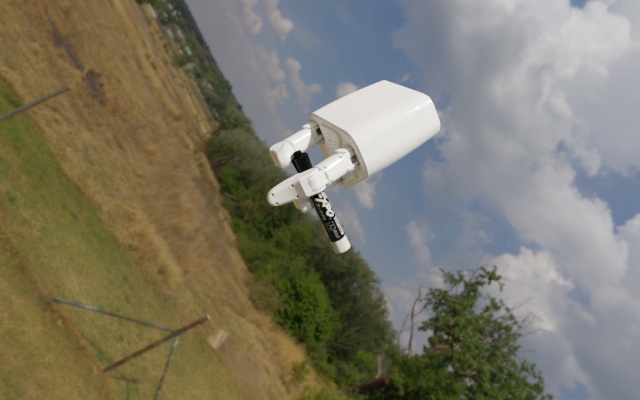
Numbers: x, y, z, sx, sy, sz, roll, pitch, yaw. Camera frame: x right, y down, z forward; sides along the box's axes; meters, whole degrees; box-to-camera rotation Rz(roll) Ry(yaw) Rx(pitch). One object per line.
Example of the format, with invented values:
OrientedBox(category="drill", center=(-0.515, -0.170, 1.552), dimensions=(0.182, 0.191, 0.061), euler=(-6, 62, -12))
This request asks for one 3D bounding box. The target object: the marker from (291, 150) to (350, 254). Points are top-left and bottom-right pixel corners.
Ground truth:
OrientedBox(category="marker", center=(0.000, 0.002, 0.507), dimensions=(0.020, 0.121, 0.020), euler=(-23, 18, 8))
